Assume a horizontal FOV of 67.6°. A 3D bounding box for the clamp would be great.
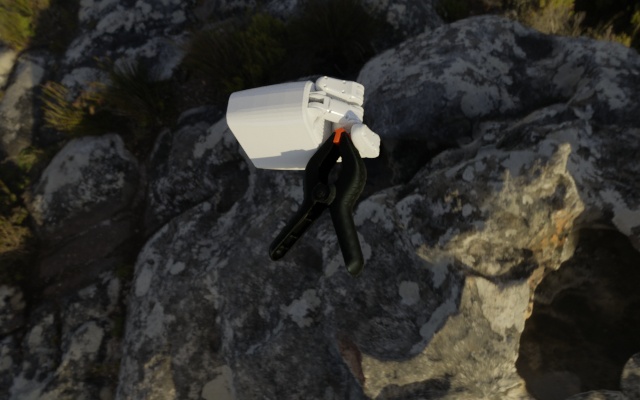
[{"bbox_3d":[0.000,0.001,0.550,0.120,0.171,0.039,-2,-22,24],"label":"clamp"}]
